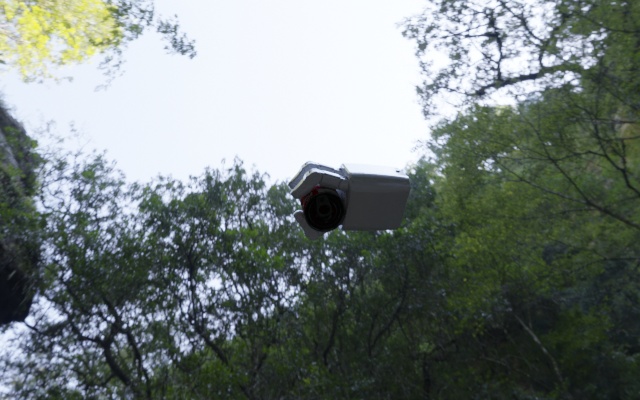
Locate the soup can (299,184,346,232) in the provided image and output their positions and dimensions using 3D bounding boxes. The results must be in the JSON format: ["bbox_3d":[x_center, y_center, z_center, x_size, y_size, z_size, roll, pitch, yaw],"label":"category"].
[{"bbox_3d":[0.000,0.003,0.809,0.068,0.068,0.102,0,19,-9],"label":"soup can"}]
